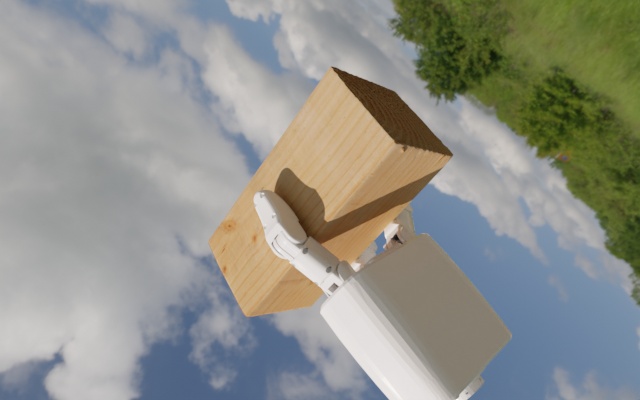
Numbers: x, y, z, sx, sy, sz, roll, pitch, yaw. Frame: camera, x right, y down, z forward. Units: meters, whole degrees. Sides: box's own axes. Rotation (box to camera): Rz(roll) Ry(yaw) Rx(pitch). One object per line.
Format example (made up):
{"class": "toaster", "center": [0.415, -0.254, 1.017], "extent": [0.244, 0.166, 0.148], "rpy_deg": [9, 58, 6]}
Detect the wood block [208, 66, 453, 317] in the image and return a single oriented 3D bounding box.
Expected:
{"class": "wood block", "center": [0.000, 0.002, 0.419], "extent": [0.091, 0.090, 0.206], "rpy_deg": [4, -47, -48]}
